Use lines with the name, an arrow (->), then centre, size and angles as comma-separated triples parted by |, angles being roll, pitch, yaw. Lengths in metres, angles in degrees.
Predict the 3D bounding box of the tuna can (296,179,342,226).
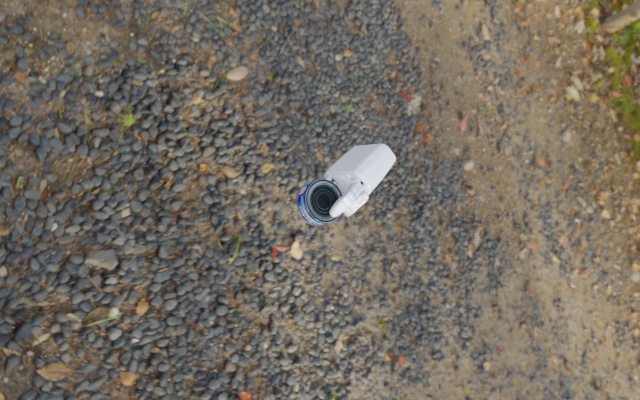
tuna can -> 0.000, 0.003, 0.895 | 0.086, 0.086, 0.034 | 0, -8, -31
